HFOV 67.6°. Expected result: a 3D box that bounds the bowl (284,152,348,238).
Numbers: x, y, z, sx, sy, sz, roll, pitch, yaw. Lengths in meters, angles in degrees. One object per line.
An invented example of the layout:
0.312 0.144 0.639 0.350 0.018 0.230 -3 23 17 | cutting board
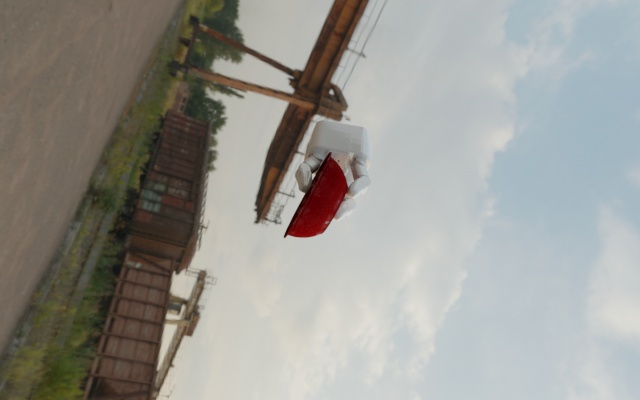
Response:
0.000 0.004 0.788 0.055 0.162 0.162 29 -2 -4 | bowl
